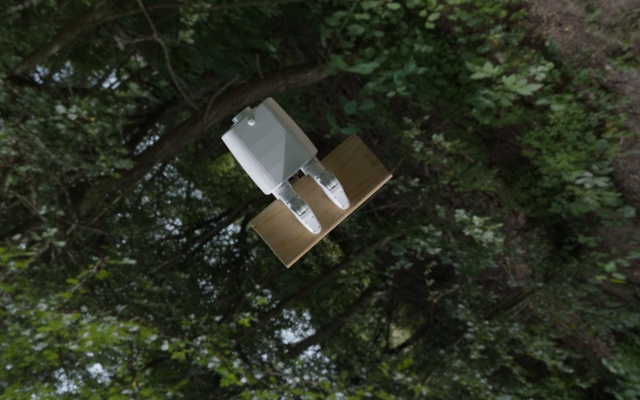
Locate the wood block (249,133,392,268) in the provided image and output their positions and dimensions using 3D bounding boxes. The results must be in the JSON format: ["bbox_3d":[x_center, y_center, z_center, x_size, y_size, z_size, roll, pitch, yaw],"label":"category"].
[{"bbox_3d":[0.000,0.002,0.742,0.206,0.090,0.091,-41,-3,-6],"label":"wood block"}]
